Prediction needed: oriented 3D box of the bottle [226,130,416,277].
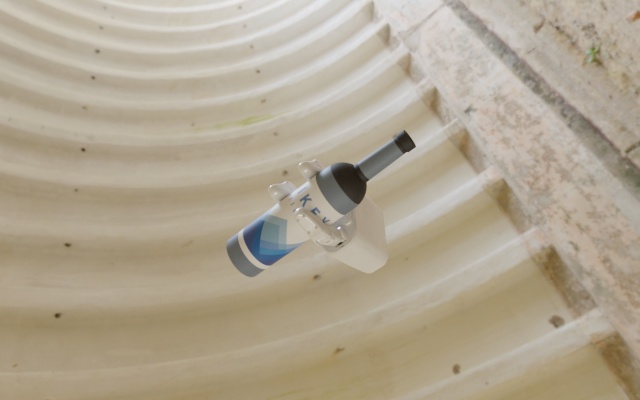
[{"bbox_3d":[0.000,0.002,0.652,0.296,0.069,0.069,-36,-12,18],"label":"bottle"}]
